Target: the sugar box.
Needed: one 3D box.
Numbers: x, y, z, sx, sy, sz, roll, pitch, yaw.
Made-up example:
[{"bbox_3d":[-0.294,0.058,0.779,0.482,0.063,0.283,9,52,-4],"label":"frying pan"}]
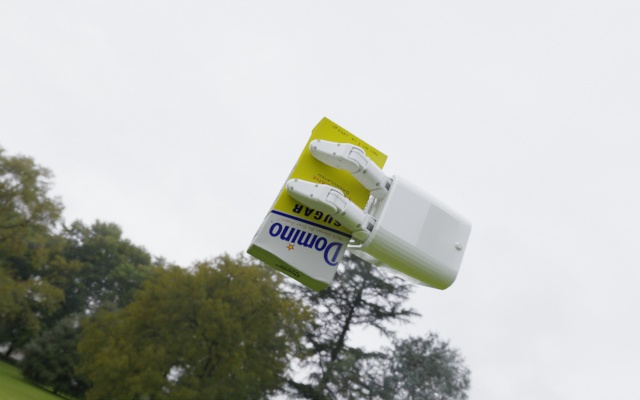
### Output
[{"bbox_3d":[0.000,0.002,0.532,0.093,0.176,0.048,30,-27,-9],"label":"sugar box"}]
